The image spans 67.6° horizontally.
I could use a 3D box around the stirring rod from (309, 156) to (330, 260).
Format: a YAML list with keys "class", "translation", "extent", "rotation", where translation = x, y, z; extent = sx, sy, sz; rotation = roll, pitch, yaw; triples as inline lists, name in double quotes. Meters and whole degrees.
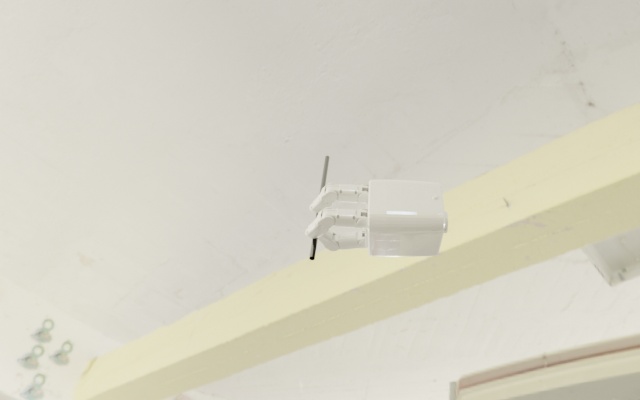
- class: "stirring rod"
  translation: [0.000, 0.003, 0.764]
  extent: [0.011, 0.011, 0.239]
  rotation: [0, 41, 8]
